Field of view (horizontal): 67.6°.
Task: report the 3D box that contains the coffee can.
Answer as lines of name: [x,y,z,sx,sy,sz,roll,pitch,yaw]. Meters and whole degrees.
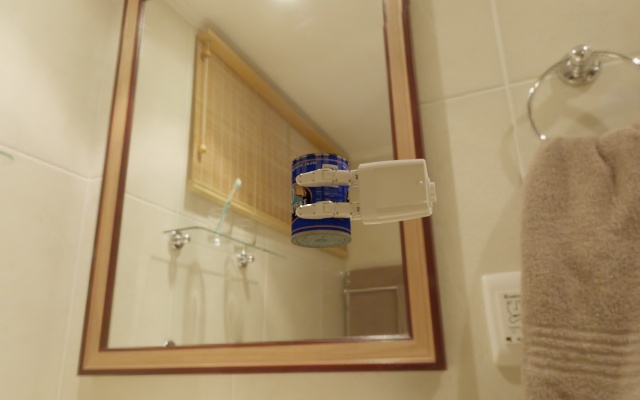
coffee can: [0.000,0.003,0.821,0.103,0.140,0.103,-1,-18,0]
